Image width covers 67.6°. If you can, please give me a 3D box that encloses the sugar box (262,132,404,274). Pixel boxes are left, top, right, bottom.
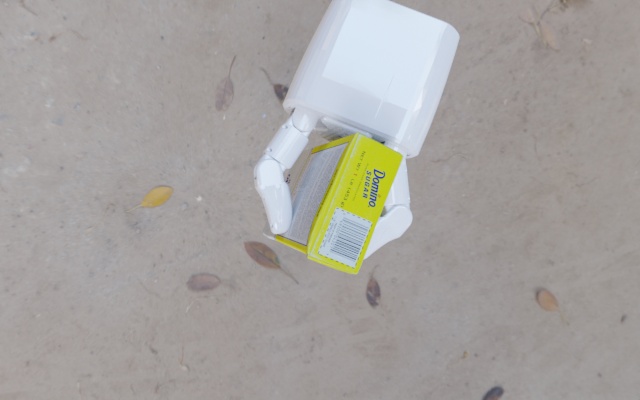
[{"bbox_3d":[0.001,0.001,0.406,0.048,0.093,0.176,24,-5,-13],"label":"sugar box"}]
